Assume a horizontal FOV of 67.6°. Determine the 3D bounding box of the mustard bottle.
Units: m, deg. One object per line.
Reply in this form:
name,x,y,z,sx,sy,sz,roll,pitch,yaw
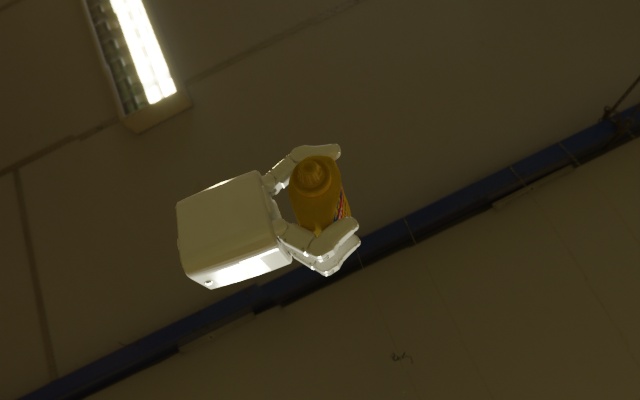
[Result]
mustard bottle,0.000,0.002,0.559,0.058,0.096,0.192,2,-21,10
